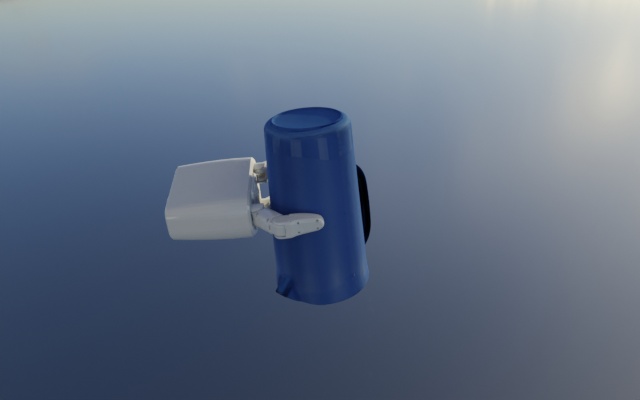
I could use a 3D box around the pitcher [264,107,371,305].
[{"bbox_3d":[0.000,0.002,0.642,0.145,0.243,0.149,-5,27,1],"label":"pitcher"}]
